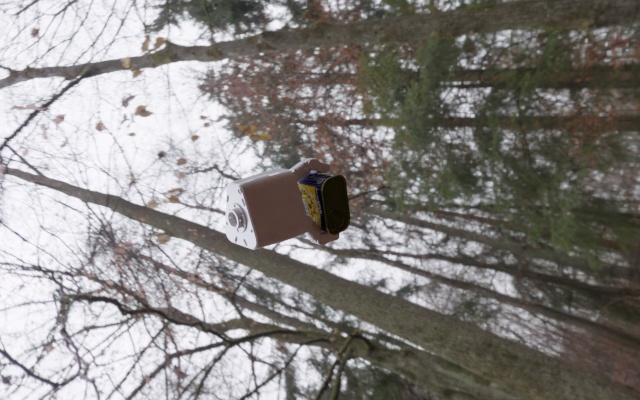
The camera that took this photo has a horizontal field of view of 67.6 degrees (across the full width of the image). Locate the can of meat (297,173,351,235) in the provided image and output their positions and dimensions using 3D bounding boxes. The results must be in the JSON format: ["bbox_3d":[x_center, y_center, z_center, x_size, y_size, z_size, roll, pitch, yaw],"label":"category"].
[{"bbox_3d":[0.000,0.003,0.843,0.057,0.102,0.084,-23,23,-39],"label":"can of meat"}]
